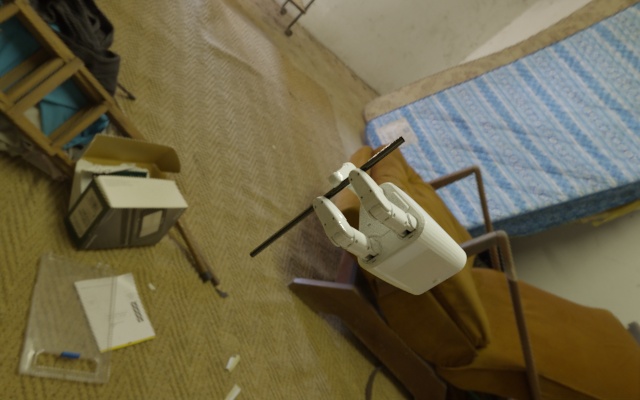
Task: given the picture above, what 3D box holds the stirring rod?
[{"bbox_3d":[0.000,0.002,0.553,0.239,0.011,0.011,-38,-18,24],"label":"stirring rod"}]
